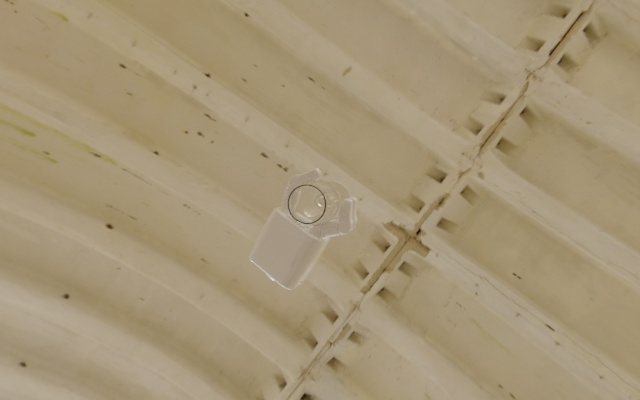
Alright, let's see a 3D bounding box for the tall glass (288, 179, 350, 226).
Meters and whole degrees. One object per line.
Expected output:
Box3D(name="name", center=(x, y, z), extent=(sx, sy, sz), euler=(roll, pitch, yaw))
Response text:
Box3D(name="tall glass", center=(0.000, 0.003, 0.834), extent=(0.079, 0.079, 0.201), euler=(0, 2, 12))
